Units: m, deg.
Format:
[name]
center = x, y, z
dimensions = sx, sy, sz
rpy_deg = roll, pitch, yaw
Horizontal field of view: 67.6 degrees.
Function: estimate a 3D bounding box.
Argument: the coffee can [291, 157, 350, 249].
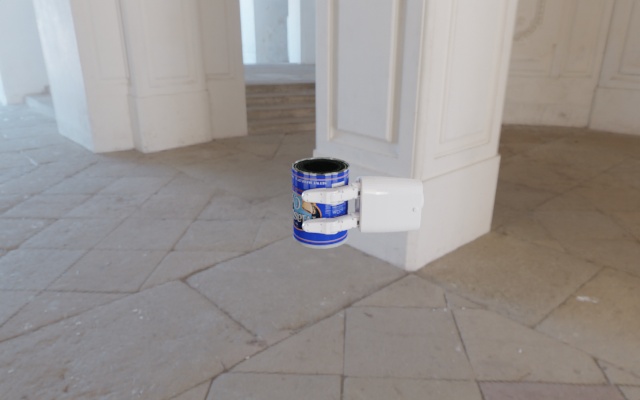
[coffee can]
center = 0.000, 0.003, 0.863
dimensions = 0.103, 0.140, 0.102
rpy_deg = 0, 21, 0
